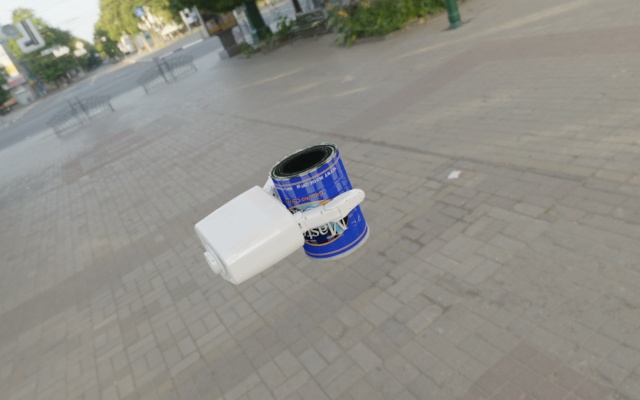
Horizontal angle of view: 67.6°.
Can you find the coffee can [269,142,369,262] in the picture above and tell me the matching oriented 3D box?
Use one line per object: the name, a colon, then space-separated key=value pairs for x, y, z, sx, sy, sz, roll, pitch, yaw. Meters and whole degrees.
coffee can: x=0.000 y=0.002 z=0.686 sx=0.103 sy=0.140 sz=0.102 roll=-19 pitch=24 yaw=9
